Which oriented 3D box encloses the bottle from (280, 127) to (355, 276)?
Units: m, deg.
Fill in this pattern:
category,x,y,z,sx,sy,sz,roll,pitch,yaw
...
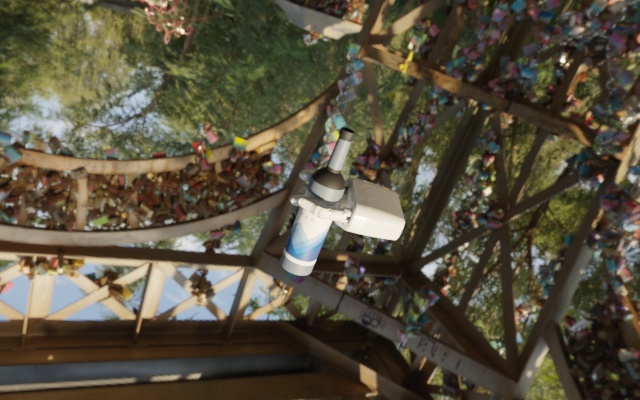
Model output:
category,x,y,z,sx,sy,sz,roll,pitch,yaw
bottle,0.000,0.003,0.898,0.069,0.296,0.069,18,22,-8
